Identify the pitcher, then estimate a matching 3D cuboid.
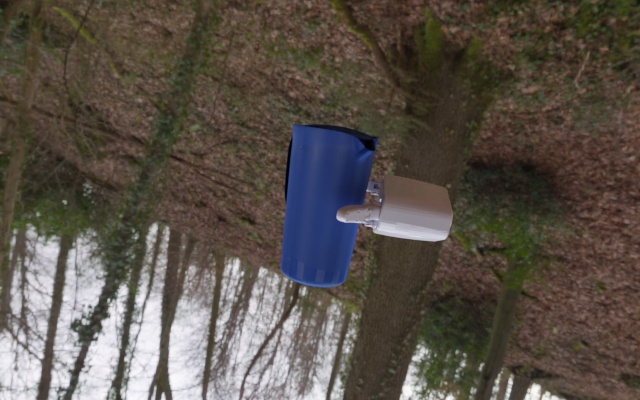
[{"bbox_3d":[0.000,0.003,0.755,0.145,0.243,0.149,10,9,4],"label":"pitcher"}]
